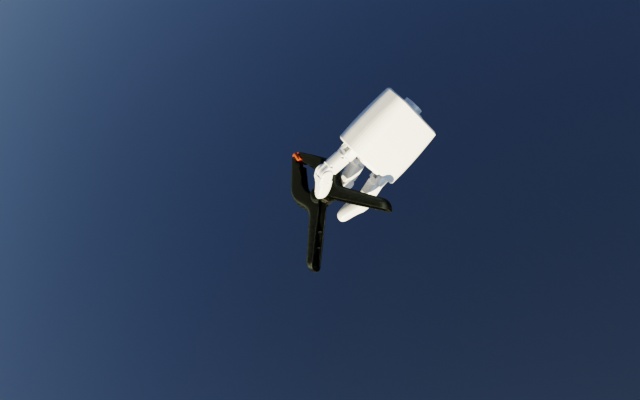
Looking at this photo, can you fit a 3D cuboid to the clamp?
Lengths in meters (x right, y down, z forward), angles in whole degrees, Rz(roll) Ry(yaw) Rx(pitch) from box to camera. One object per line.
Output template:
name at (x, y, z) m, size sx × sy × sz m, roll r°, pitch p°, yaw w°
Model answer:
clamp at (0.000, 0.002, 0.785) m, size 0.036 × 0.164 × 0.210 m, roll 32°, pitch 15°, yaw -53°
